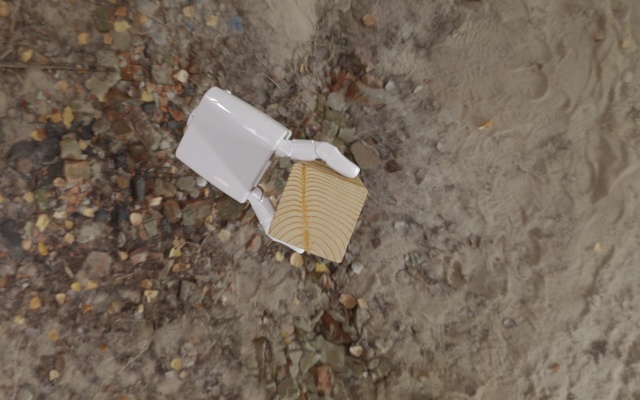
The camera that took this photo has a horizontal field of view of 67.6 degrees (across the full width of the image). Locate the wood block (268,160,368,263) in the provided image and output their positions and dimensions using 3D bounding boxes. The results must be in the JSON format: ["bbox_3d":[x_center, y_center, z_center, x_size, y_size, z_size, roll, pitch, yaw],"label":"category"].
[{"bbox_3d":[0.000,0.002,0.626,0.090,0.091,0.206,21,7,-1],"label":"wood block"}]
